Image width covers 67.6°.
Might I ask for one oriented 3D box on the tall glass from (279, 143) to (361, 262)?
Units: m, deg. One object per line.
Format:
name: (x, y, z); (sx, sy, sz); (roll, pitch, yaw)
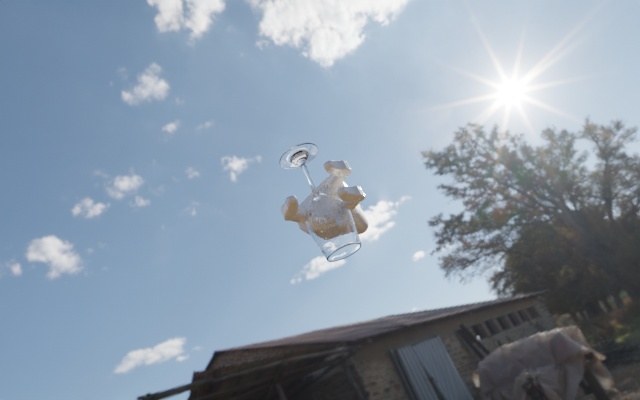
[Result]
tall glass: (0.000, 0.002, 0.814); (0.079, 0.201, 0.079); (-21, -25, -10)
